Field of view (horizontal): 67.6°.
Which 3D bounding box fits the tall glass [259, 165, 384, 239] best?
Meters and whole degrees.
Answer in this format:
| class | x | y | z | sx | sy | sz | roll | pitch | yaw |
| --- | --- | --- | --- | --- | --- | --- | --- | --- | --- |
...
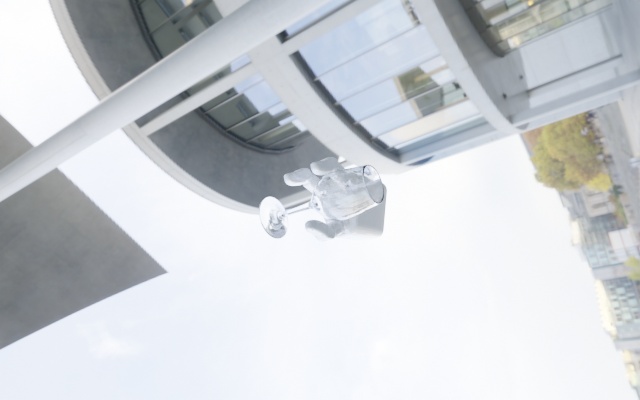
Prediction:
| class | x | y | z | sx | sy | sz | roll | pitch | yaw |
| --- | --- | --- | --- | --- | --- | --- | --- | --- | --- |
| tall glass | -0.001 | 0.003 | 0.766 | 0.201 | 0.079 | 0.079 | -19 | -10 | 32 |
